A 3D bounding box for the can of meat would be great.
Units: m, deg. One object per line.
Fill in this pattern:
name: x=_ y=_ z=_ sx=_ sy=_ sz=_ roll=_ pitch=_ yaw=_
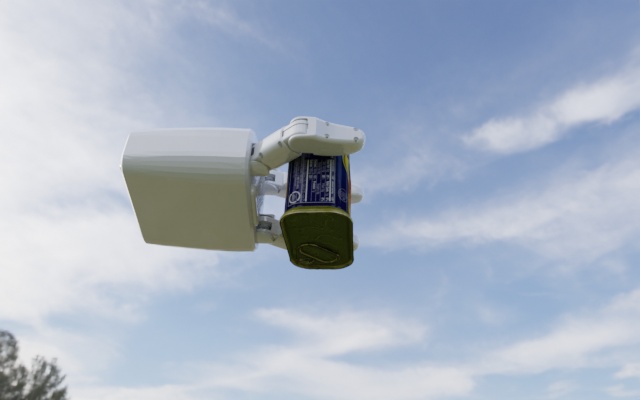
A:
can of meat: x=0.000 y=0.001 z=0.417 sx=0.057 sy=0.084 sz=0.102 roll=-1 pitch=-33 yaw=5
